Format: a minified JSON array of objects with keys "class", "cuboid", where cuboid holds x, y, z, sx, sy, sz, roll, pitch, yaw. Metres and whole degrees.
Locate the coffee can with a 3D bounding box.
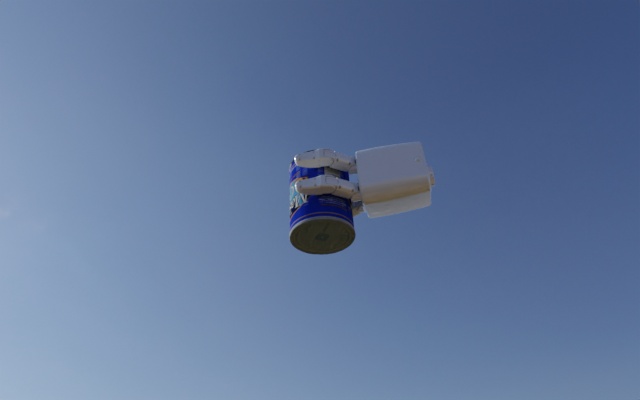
[{"class":"coffee can","cuboid":[0.000,0.003,0.778,0.103,0.140,0.103,-2,-37,-2]}]
